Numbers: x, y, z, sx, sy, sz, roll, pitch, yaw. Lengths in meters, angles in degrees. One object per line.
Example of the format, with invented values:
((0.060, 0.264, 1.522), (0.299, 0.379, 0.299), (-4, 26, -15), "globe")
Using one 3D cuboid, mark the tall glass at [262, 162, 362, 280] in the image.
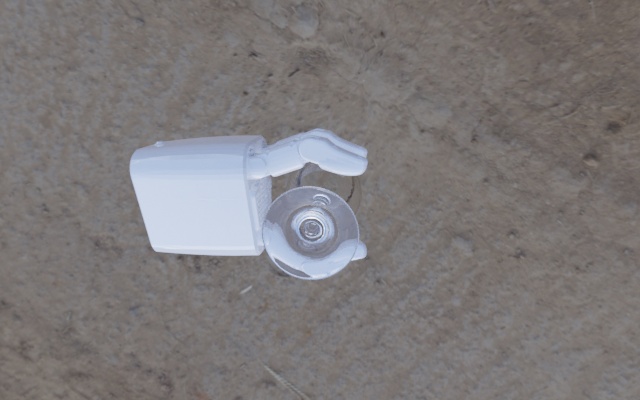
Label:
((0.000, 0.002, 0.455), (0.079, 0.079, 0.201), (0, 14, 5), "tall glass")
